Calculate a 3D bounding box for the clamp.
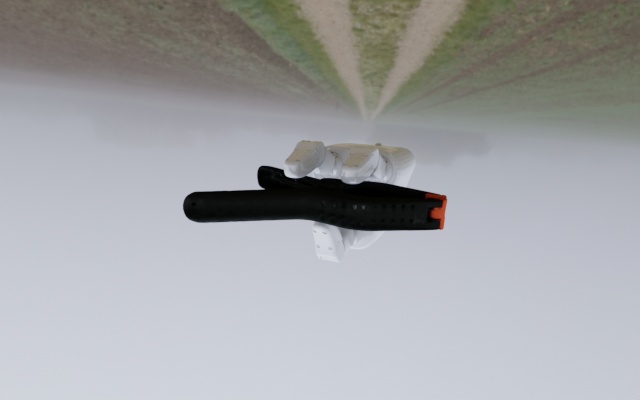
[{"bbox_3d":[0.001,0.002,0.419,0.210,0.036,0.164,8,16,21],"label":"clamp"}]
